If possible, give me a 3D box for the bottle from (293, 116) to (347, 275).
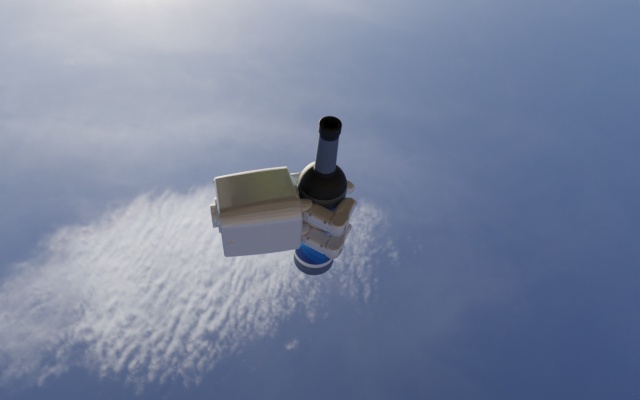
[{"bbox_3d":[0.000,0.002,0.673,0.069,0.069,0.296,0,-39,-6],"label":"bottle"}]
